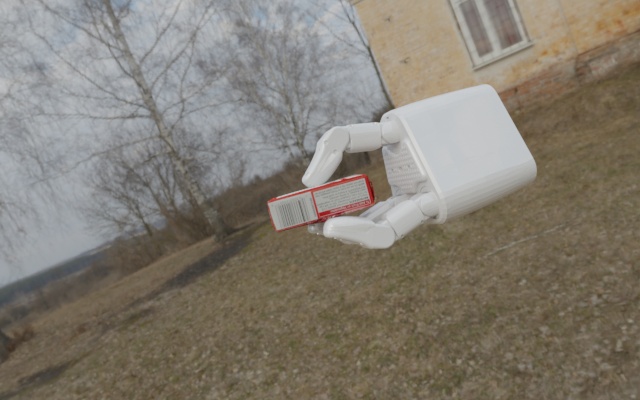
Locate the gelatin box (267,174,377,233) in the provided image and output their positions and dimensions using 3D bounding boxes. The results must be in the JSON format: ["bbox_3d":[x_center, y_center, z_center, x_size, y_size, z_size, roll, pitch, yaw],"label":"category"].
[{"bbox_3d":[0.000,0.001,0.428,0.089,0.030,0.073,-15,3,-2],"label":"gelatin box"}]
